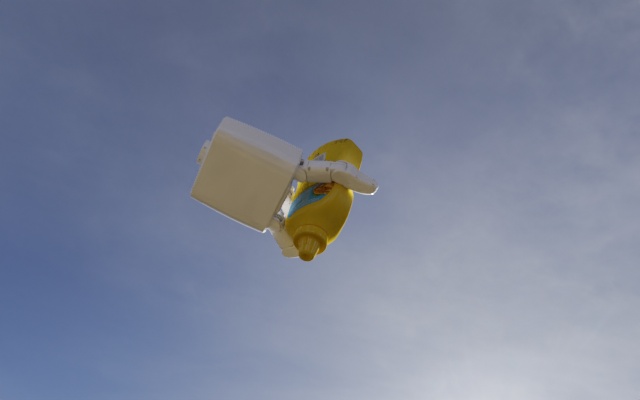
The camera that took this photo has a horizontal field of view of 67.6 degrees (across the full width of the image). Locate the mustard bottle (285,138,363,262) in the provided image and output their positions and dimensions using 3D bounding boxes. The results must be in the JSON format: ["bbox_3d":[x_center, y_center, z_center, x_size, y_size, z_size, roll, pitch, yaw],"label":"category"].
[{"bbox_3d":[0.000,0.002,0.613,0.096,0.058,0.191,-29,28,32],"label":"mustard bottle"}]
